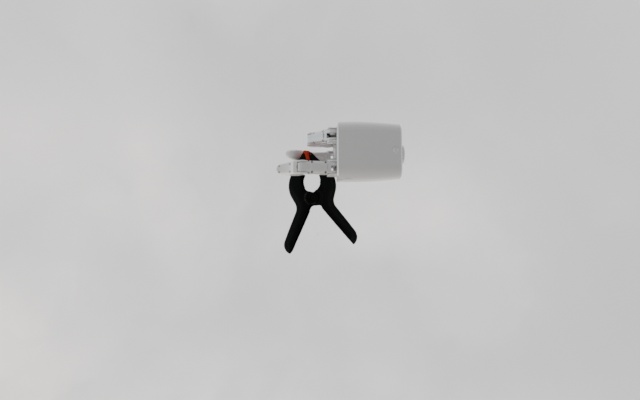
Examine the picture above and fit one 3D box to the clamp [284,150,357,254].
[{"bbox_3d":[0.000,0.002,0.792,0.120,0.171,0.039,0,-4,0],"label":"clamp"}]
